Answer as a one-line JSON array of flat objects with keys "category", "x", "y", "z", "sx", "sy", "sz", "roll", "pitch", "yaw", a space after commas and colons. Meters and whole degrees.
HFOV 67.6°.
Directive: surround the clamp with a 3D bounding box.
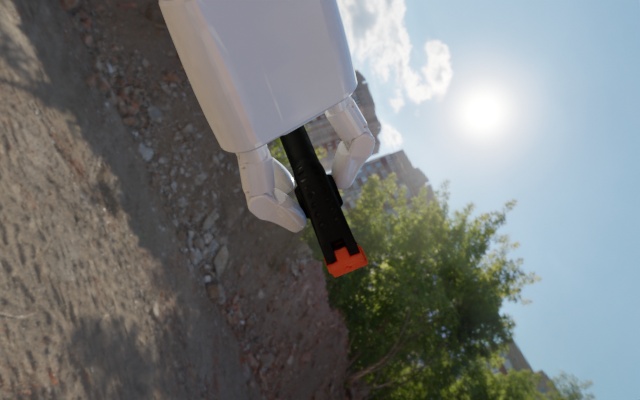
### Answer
[{"category": "clamp", "x": 0.001, "y": 0.001, "z": 0.429, "sx": 0.036, "sy": 0.165, "sz": 0.209, "roll": -23, "pitch": 40, "yaw": -1}]
